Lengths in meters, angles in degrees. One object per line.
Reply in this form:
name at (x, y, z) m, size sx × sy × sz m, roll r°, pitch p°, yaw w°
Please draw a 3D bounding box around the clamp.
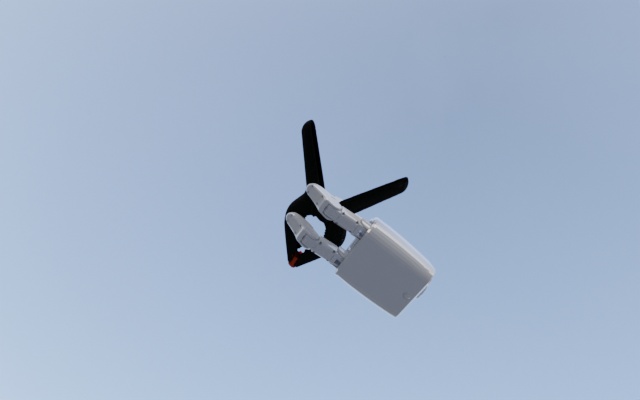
clamp at (0.000, 0.003, 0.680) m, size 0.164 × 0.210 × 0.036 m, roll 39°, pitch 22°, yaw 7°
